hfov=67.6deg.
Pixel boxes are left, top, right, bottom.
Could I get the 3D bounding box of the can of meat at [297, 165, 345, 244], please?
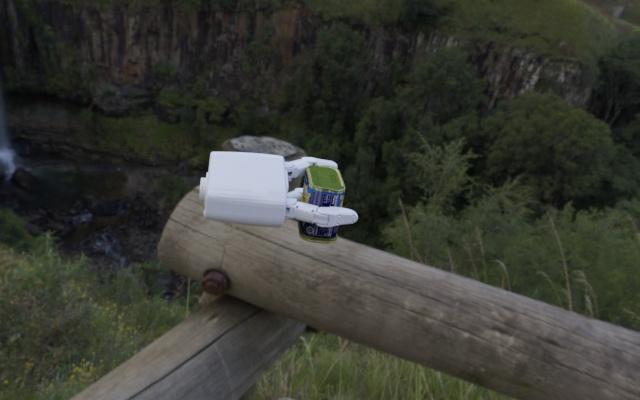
[{"bbox_3d":[0.000,0.002,0.706,0.057,0.084,0.102,6,23,-9],"label":"can of meat"}]
